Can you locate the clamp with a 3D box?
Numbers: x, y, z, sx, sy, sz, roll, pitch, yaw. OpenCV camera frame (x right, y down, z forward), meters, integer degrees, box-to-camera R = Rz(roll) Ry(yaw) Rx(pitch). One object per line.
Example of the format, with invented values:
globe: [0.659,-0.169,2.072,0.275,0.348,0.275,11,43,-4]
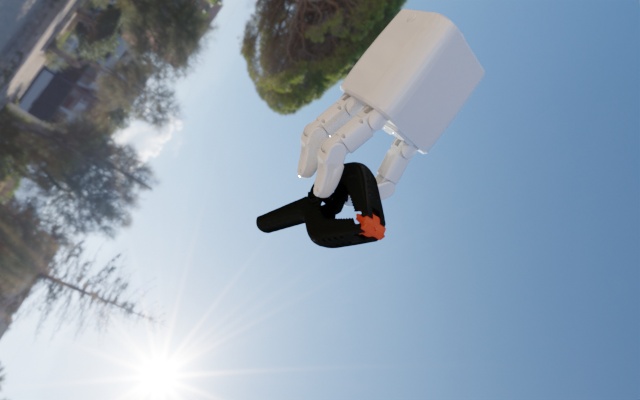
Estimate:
clamp: [0.001,0.002,0.519,0.036,0.164,0.210,30,10,-31]
